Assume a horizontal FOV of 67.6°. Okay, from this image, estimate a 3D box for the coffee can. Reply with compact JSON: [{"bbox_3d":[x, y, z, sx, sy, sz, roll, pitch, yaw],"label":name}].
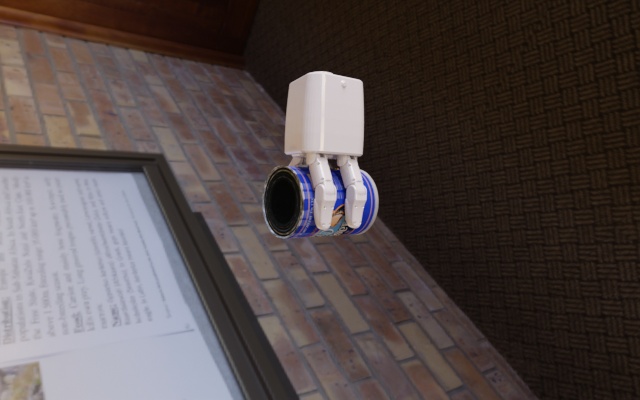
[{"bbox_3d":[0.000,0.002,0.704,0.140,0.103,0.103,0,0,-38],"label":"coffee can"}]
